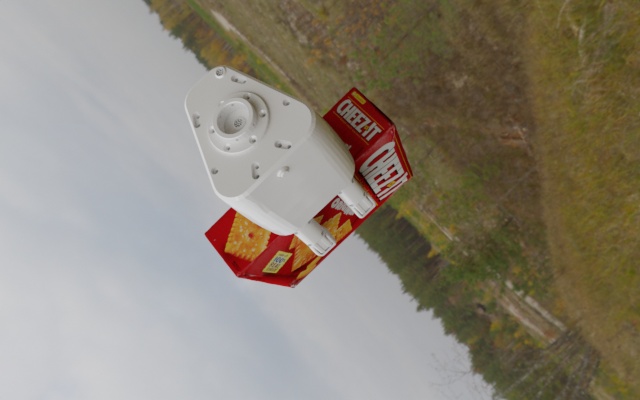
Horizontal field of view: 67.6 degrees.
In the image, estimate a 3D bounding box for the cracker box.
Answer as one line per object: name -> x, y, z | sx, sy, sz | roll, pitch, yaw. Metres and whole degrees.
cracker box -> 0.000, 0.002, 0.539 | 0.214, 0.072, 0.164 | -43, -22, 2
